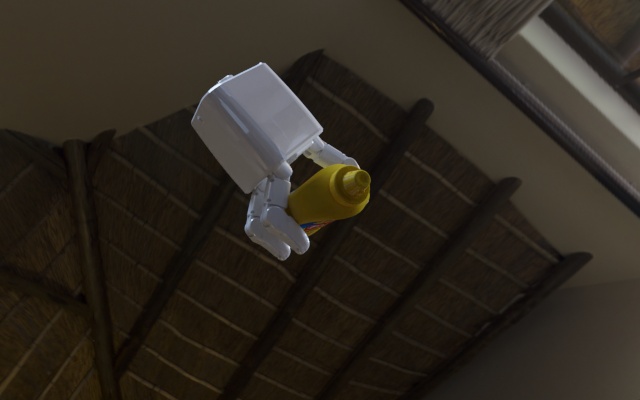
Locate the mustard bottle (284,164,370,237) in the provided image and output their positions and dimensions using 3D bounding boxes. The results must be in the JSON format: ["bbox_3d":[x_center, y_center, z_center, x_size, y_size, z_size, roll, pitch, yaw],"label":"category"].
[{"bbox_3d":[0.000,0.002,0.539,0.096,0.058,0.192,-16,-7,-28],"label":"mustard bottle"}]
